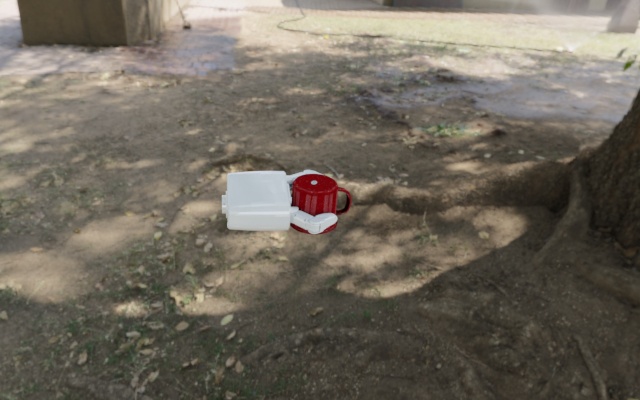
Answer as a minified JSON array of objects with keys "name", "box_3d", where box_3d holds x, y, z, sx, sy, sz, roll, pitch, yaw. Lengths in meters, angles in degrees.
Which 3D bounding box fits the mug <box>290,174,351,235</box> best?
[{"name":"mug","box_3d":[0.002,0.003,0.868,0.117,0.081,0.093,-2,29,-12]}]
